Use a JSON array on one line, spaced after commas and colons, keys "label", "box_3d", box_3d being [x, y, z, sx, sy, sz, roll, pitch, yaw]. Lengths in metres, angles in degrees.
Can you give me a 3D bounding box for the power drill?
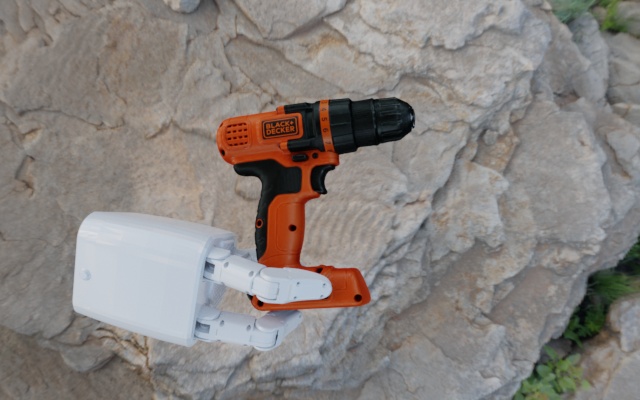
[{"label": "power drill", "box_3d": [0.000, 0.002, 0.433, 0.184, 0.187, 0.057, -6, -10, 11]}]
